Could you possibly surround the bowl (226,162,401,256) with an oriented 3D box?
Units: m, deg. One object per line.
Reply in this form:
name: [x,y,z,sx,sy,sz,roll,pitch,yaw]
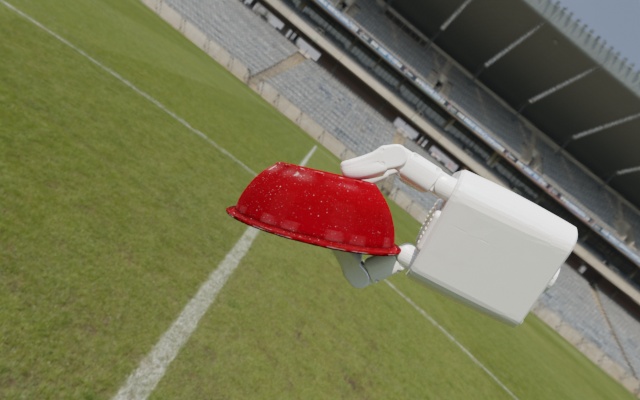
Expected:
bowl: [-0.001,0.001,0.432,0.162,0.055,0.162,13,4,-1]
